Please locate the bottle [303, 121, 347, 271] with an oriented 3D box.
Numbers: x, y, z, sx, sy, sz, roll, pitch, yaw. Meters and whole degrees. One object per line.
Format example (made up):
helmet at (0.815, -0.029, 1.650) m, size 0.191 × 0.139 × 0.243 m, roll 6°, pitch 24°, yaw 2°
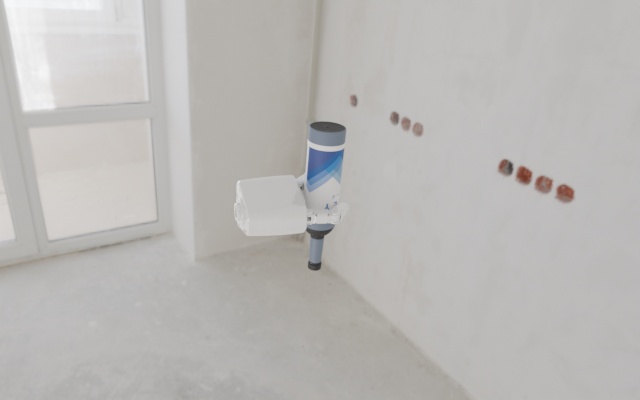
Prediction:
bottle at (0.000, 0.003, 0.899) m, size 0.069 × 0.296 × 0.069 m, roll 4°, pitch 26°, yaw -2°
